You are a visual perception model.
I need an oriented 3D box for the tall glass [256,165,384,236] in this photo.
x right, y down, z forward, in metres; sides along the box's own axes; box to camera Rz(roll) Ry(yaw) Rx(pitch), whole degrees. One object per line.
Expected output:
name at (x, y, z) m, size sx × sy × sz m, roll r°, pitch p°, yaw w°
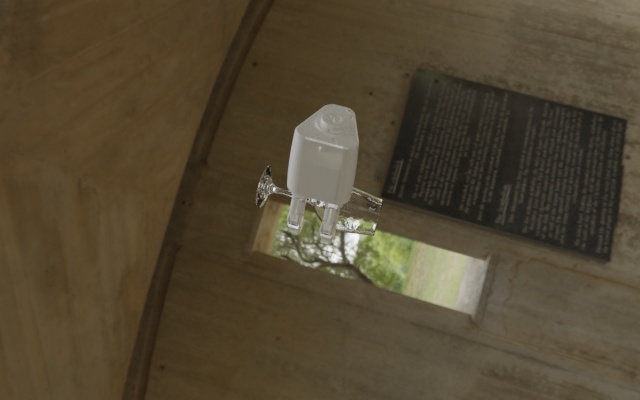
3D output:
tall glass at (-0.001, 0.002, 0.792) m, size 0.201 × 0.079 × 0.079 m, roll 15°, pitch 2°, yaw 7°
